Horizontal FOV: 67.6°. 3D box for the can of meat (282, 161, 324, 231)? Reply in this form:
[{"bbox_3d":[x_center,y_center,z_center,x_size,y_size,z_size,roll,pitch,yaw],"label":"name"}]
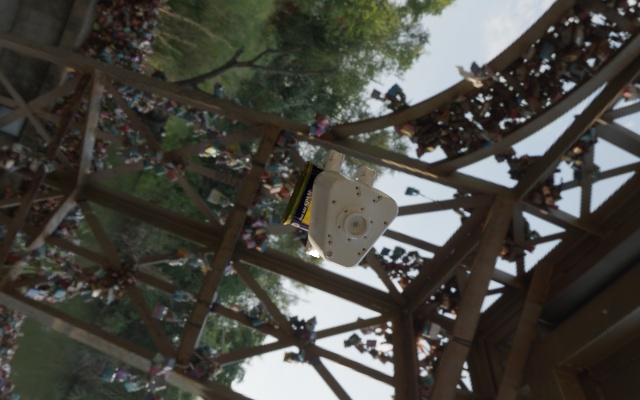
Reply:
[{"bbox_3d":[0.000,0.003,0.726,0.084,0.102,0.057,22,0,-11],"label":"can of meat"}]
